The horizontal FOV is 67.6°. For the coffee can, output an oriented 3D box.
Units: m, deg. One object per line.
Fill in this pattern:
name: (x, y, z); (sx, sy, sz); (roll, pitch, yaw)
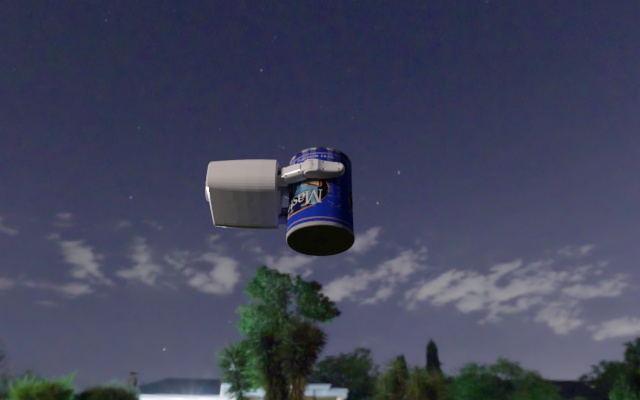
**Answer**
coffee can: (0.000, 0.003, 0.749); (0.103, 0.140, 0.103); (0, -32, 0)
